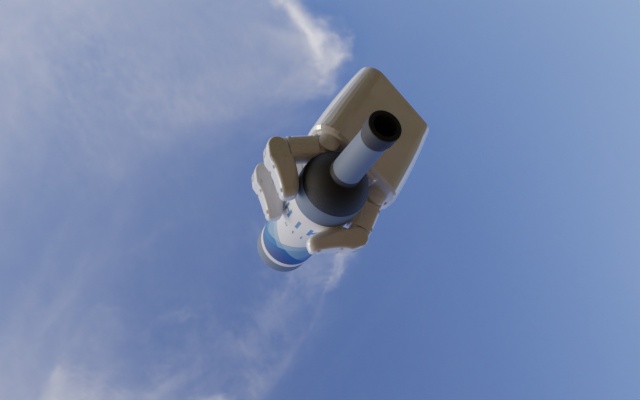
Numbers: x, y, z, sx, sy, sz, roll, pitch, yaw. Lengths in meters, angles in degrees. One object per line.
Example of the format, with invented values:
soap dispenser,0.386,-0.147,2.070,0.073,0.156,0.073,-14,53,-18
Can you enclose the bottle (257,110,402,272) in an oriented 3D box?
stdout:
bottle,0.000,0.002,0.477,0.069,0.069,0.296,0,-23,-21
